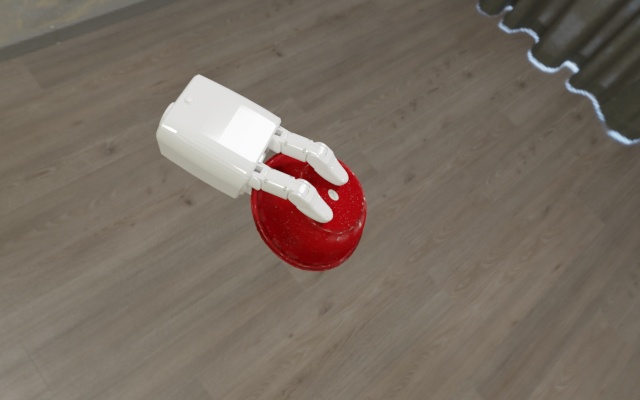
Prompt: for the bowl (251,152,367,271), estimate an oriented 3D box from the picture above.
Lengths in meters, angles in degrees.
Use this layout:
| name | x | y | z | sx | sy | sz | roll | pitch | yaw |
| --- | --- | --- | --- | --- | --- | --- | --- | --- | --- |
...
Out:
| name | x | y | z | sx | sy | sz | roll | pitch | yaw |
| --- | --- | --- | --- | --- | --- | --- | --- | --- | --- |
| bowl | 0.001 | 0.002 | 0.581 | 0.162 | 0.162 | 0.055 | 0 | -17 | -32 |
